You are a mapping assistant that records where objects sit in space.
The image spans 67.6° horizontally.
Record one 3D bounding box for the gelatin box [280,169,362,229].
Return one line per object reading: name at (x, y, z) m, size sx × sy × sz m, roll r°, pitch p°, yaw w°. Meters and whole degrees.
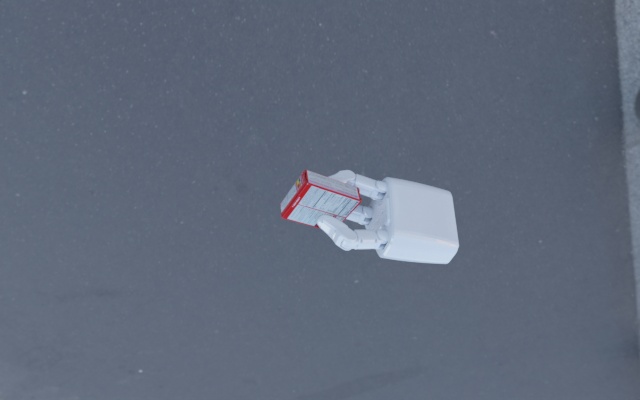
gelatin box at (0.000, 0.002, 0.652) m, size 0.089 × 0.030 × 0.073 m, roll 16°, pitch -48°, yaw -27°
